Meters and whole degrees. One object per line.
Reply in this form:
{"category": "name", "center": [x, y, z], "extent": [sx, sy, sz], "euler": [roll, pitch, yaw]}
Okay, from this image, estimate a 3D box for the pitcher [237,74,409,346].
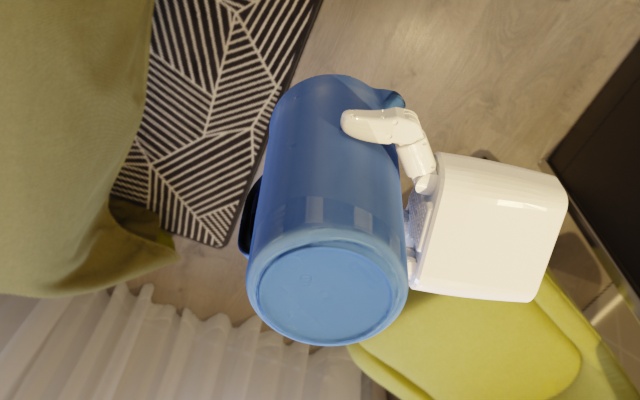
{"category": "pitcher", "center": [0.000, 0.001, 0.410], "extent": [0.145, 0.149, 0.242], "euler": [9, 34, -3]}
